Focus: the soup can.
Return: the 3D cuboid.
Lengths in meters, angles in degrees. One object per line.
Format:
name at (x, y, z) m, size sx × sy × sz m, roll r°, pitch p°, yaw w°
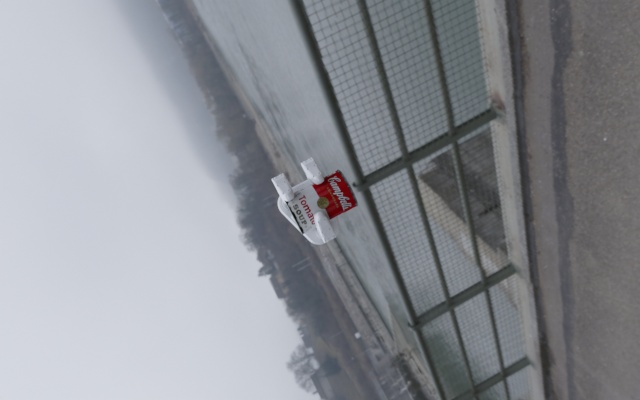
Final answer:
soup can at (0.000, 0.003, 0.773) m, size 0.102 × 0.068 × 0.068 m, roll -28°, pitch 2°, yaw -5°
